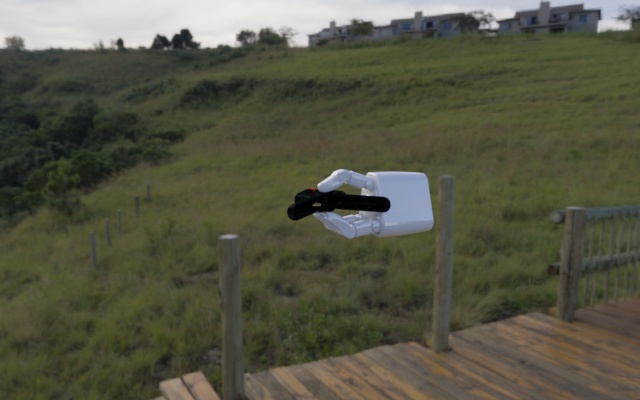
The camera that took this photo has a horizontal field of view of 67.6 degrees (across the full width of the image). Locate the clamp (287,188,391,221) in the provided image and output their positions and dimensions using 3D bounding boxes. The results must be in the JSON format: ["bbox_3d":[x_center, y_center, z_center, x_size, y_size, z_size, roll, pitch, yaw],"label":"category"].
[{"bbox_3d":[0.000,0.002,0.815,0.164,0.036,0.210,-5,8,-21],"label":"clamp"}]
